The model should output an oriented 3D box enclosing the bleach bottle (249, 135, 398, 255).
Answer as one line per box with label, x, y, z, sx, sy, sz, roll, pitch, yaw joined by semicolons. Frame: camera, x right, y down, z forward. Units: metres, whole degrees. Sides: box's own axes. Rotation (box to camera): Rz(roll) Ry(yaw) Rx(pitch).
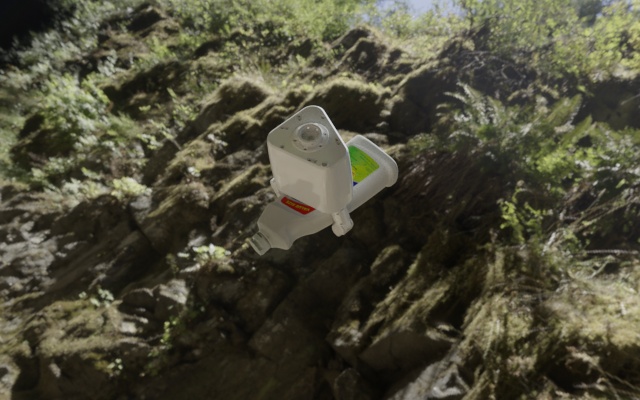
bleach bottle;0.000;0.002;0.754;0.251;0.102;0.068;-39;-27;-18
